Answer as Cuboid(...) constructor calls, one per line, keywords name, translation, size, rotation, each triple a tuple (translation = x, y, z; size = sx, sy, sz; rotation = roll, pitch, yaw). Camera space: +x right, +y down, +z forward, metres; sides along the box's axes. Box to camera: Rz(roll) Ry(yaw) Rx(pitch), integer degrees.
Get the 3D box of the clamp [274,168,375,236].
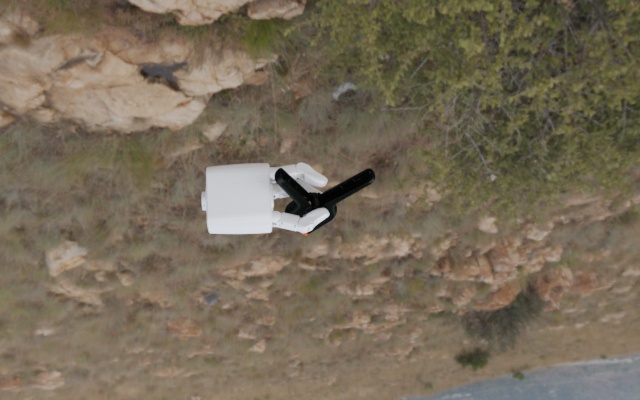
Cuboid(name="clamp", translation=(0.000, 0.004, 0.833), size=(0.164, 0.036, 0.210), rotation=(-3, -29, -9))
